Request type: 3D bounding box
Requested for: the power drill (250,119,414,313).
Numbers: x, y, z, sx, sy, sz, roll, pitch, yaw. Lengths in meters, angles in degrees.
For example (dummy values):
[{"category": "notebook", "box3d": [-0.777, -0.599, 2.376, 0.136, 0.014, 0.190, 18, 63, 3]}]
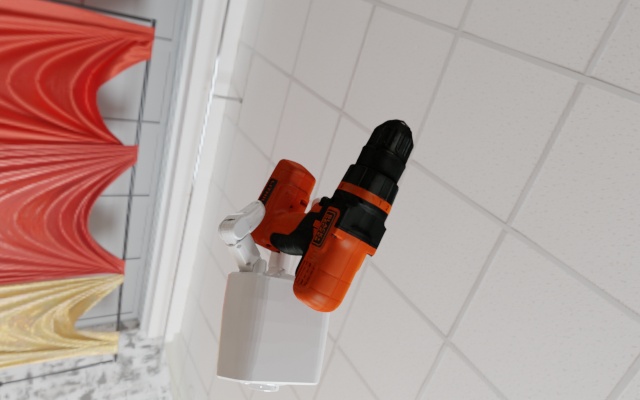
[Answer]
[{"category": "power drill", "box3d": [0.000, 0.002, 0.483, 0.057, 0.184, 0.187, 32, -7, -27]}]
